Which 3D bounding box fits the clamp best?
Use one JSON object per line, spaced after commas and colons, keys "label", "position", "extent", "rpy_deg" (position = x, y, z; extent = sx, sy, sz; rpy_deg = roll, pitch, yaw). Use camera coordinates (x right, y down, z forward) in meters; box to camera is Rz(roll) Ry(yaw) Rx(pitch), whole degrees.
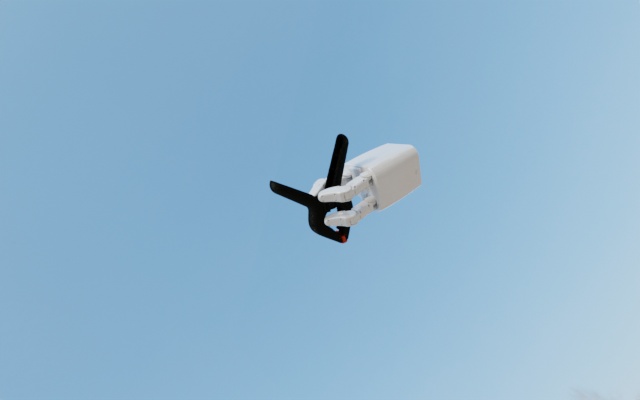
{"label": "clamp", "position": [0.000, 0.003, 0.866], "extent": [0.164, 0.210, 0.036], "rpy_deg": [-29, 36, -20]}
